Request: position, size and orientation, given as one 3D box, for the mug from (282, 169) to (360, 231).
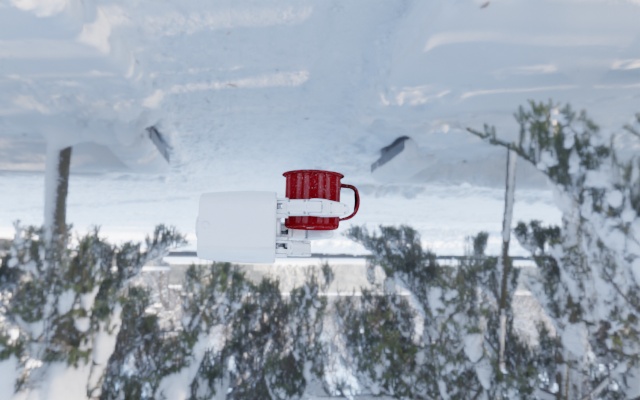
[{"bbox_3d":[0.002,0.003,0.709,0.117,0.081,0.093,2,-7,-1],"label":"mug"}]
